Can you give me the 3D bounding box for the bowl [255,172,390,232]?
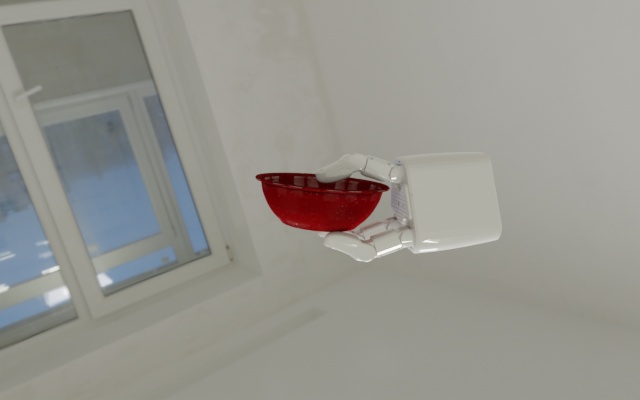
[{"bbox_3d":[-0.001,0.002,0.579,0.162,0.055,0.162,5,8,-1],"label":"bowl"}]
